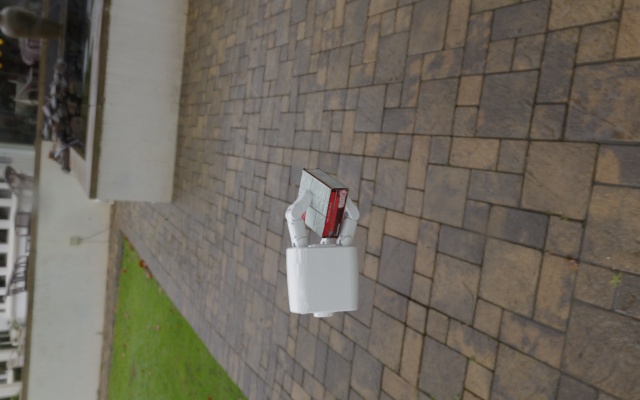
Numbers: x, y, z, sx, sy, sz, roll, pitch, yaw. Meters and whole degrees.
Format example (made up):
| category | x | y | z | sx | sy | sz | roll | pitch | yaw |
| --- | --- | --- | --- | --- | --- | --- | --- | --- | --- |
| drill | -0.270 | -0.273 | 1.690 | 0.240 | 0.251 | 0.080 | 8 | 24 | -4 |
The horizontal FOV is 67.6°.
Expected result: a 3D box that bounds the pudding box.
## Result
| category | x | y | z | sx | sy | sz | roll | pitch | yaw |
| --- | --- | --- | --- | --- | --- | --- | --- | --- | --- |
| pudding box | 0.000 | 0.003 | 0.816 | 0.039 | 0.090 | 0.113 | 1 | 21 | -31 |
